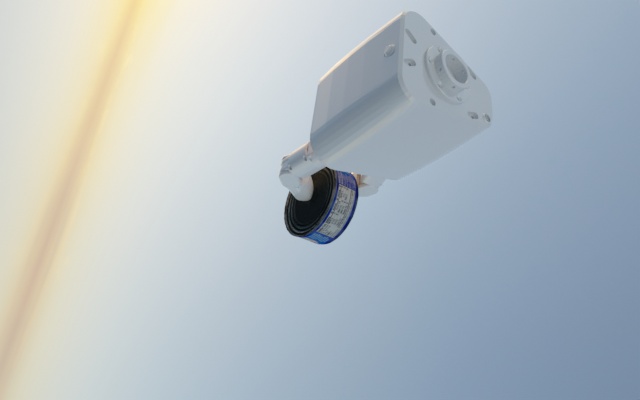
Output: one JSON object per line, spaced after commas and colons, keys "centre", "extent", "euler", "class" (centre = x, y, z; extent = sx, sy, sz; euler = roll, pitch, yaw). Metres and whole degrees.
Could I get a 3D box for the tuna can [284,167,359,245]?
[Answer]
{"centre": [0.000, 0.002, 0.496], "extent": [0.034, 0.086, 0.086], "euler": [23, -13, -32], "class": "tuna can"}
